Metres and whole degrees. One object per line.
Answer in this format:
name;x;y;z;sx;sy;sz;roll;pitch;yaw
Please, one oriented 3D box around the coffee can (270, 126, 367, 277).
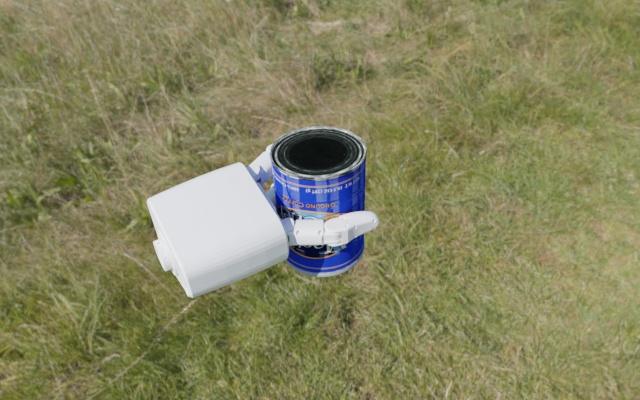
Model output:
coffee can;0.000;0.002;0.542;0.103;0.140;0.102;-2;38;1
